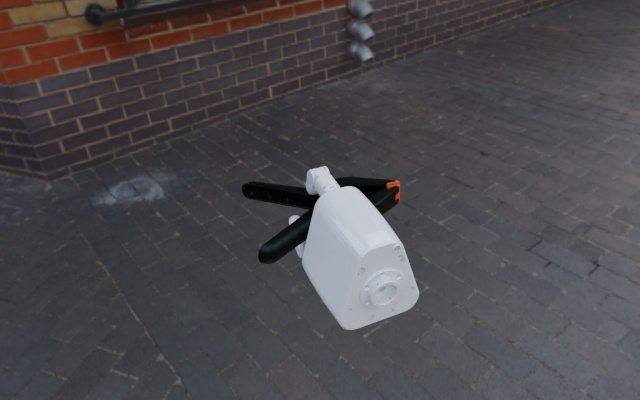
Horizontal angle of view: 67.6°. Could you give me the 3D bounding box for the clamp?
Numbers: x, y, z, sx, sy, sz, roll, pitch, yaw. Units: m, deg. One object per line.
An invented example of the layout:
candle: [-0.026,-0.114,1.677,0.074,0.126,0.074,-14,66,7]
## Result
clamp: [0.001,0.001,0.625,0.210,0.036,0.164,-15,36,-16]
